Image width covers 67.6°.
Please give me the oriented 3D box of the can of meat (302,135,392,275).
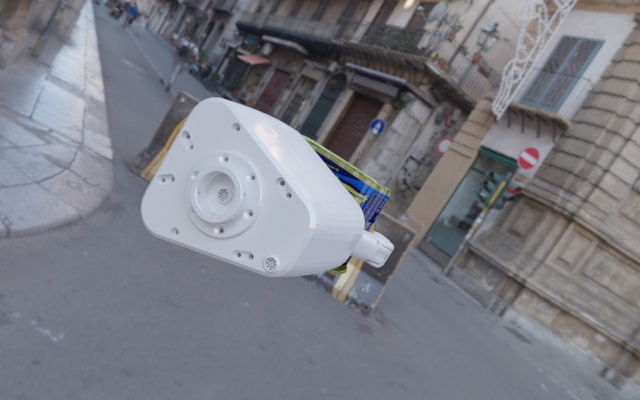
[{"bbox_3d":[0.000,0.001,0.421,0.102,0.084,0.057,34,8,20],"label":"can of meat"}]
